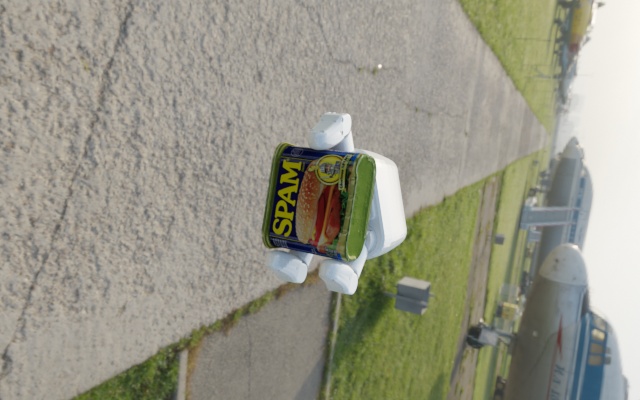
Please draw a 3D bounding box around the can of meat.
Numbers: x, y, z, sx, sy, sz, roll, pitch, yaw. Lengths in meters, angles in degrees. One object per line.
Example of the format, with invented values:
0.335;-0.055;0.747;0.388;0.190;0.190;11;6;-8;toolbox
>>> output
0.000;0.001;0.441;0.084;0.102;0.057;9;1;24;can of meat
